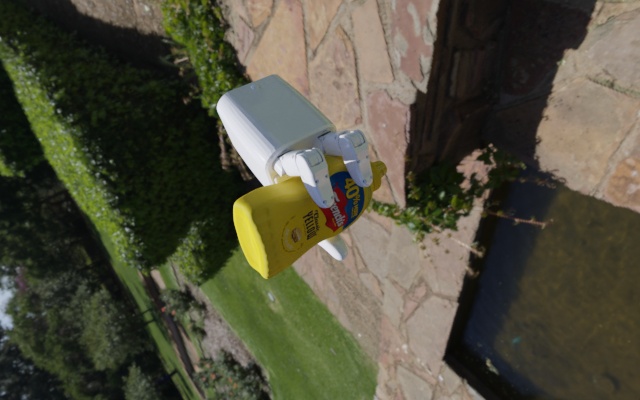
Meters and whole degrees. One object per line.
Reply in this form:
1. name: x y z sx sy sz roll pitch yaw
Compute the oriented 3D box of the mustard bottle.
1. mustard bottle: 0.000 0.002 0.532 0.191 0.096 0.058 -30 40 -27
